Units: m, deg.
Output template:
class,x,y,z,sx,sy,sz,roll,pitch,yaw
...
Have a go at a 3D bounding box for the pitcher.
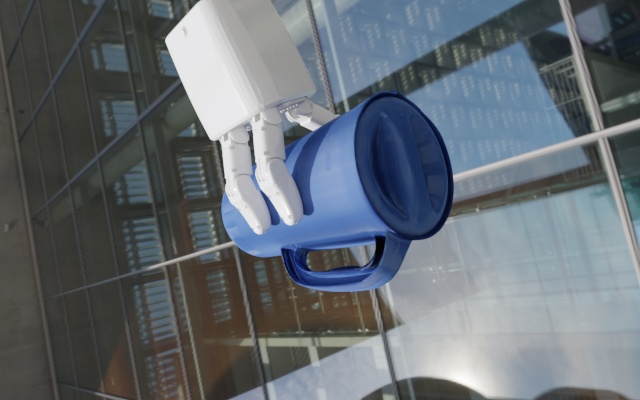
class,x,y,z,sx,sy,sz,roll,pitch,yaw
pitcher,0.000,0.001,0.490,0.243,0.145,0.149,-18,13,47
